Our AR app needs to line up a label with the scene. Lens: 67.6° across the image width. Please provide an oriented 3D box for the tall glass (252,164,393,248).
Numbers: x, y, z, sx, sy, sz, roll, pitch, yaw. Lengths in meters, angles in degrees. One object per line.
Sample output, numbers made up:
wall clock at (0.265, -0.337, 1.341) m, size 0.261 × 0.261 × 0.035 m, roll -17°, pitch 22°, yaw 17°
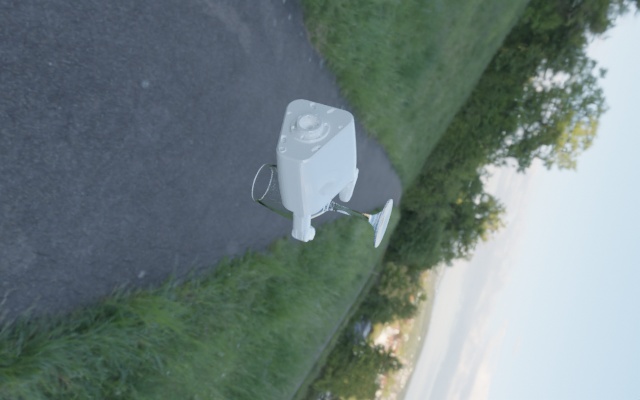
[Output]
tall glass at (0.001, 0.003, 0.712) m, size 0.201 × 0.079 × 0.079 m, roll 18°, pitch 5°, yaw 16°
